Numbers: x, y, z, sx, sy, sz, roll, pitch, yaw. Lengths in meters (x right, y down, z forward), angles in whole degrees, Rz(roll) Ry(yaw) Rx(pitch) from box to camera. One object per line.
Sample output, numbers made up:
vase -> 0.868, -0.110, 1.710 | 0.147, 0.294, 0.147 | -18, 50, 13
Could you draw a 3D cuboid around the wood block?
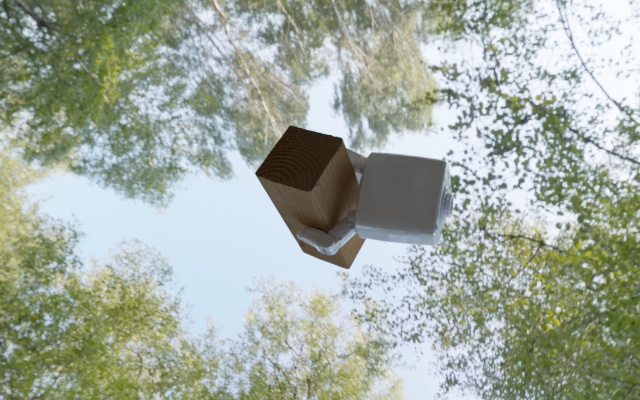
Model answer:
wood block -> 0.000, 0.003, 0.682 | 0.090, 0.090, 0.206 | 18, -27, 29
